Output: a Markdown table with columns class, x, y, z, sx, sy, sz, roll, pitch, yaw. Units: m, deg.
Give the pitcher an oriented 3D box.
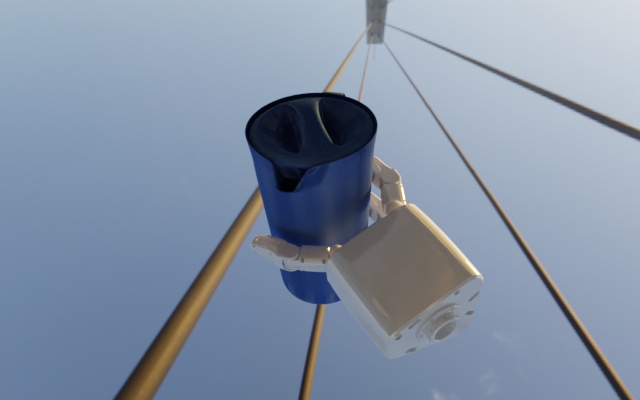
| class | x | y | z | sx | sy | sz | roll | pitch | yaw |
| --- | --- | --- | --- | --- | --- | --- | --- | --- | --- |
| pitcher | 0.000 | 0.002 | 0.562 | 0.149 | 0.243 | 0.145 | -23 | 46 | -20 |
